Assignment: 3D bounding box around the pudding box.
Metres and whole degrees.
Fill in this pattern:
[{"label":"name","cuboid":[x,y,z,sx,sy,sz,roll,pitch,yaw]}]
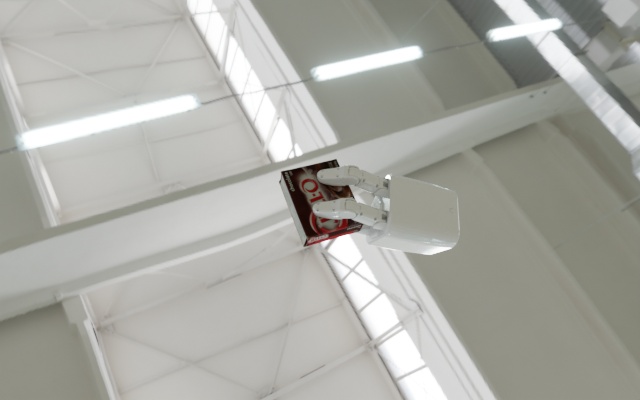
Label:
[{"label":"pudding box","cuboid":[0.000,0.002,0.688,0.090,0.113,0.039,-14,-27,-21]}]
